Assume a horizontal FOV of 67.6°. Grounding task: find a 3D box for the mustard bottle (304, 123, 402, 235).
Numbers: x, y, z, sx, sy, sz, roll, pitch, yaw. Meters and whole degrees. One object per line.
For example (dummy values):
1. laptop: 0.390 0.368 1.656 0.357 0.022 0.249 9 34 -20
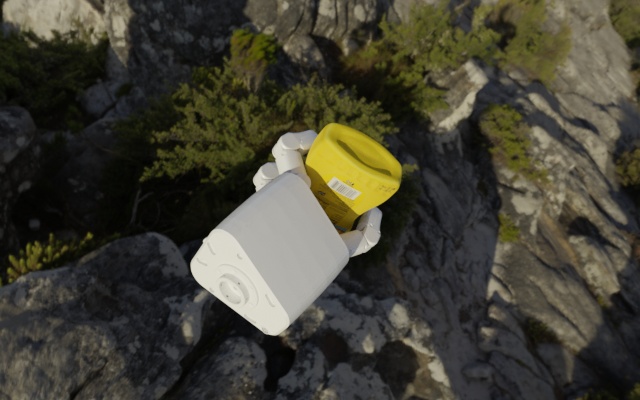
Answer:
1. mustard bottle: 0.000 0.001 0.543 0.096 0.058 0.192 29 -44 -14
